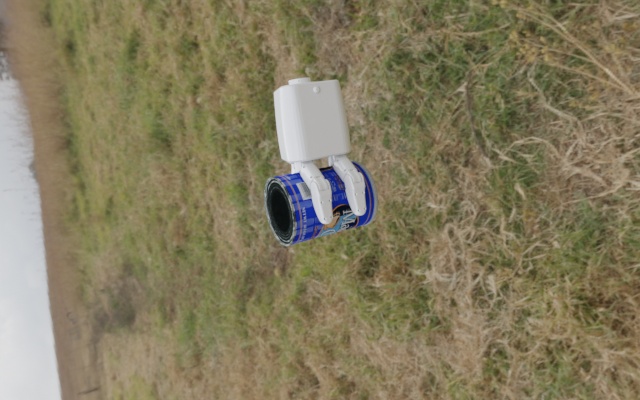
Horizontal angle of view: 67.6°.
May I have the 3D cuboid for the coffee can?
[{"bbox_3d":[0.000,0.002,0.718,0.140,0.103,0.103,-13,6,-27],"label":"coffee can"}]
